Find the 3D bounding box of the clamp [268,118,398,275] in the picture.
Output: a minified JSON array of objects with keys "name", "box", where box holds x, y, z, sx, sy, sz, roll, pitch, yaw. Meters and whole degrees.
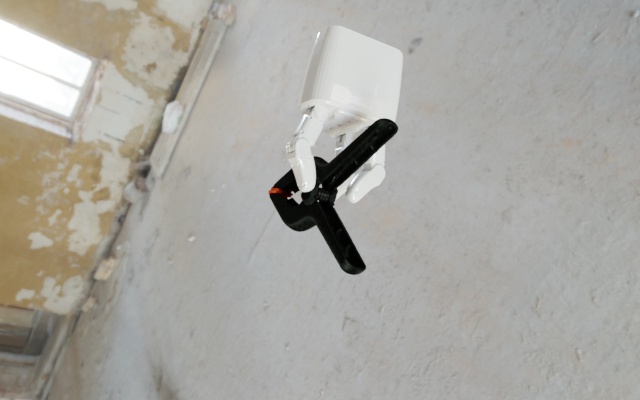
[{"name":"clamp","box":[-0.001,0.001,0.554,0.036,0.164,0.210,21,-17,-33]}]
